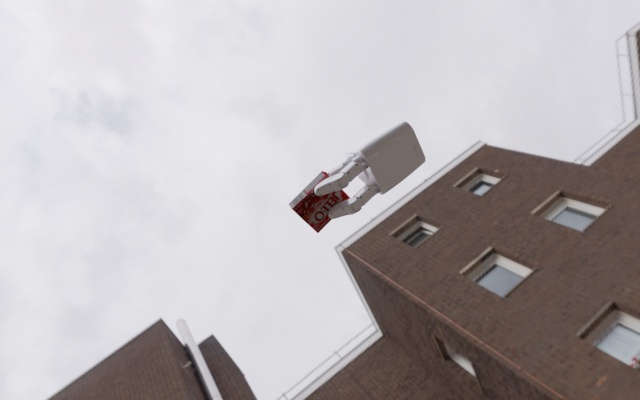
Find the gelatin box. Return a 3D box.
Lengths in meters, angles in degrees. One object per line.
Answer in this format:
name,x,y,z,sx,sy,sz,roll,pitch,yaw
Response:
gelatin box,0.000,0.003,0.857,0.073,0.089,0.030,45,2,-29
